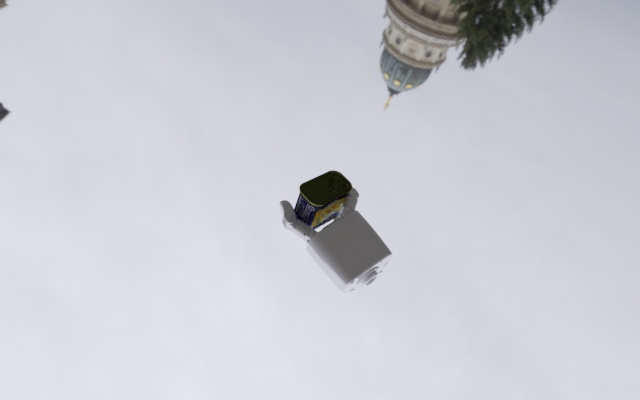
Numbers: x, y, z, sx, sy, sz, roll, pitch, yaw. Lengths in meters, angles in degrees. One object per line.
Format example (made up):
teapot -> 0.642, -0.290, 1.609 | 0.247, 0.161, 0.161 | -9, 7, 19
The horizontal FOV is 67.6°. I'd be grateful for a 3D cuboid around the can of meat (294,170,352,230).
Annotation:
can of meat -> 0.000, 0.003, 0.878 | 0.102, 0.057, 0.084 | -27, -27, -36
